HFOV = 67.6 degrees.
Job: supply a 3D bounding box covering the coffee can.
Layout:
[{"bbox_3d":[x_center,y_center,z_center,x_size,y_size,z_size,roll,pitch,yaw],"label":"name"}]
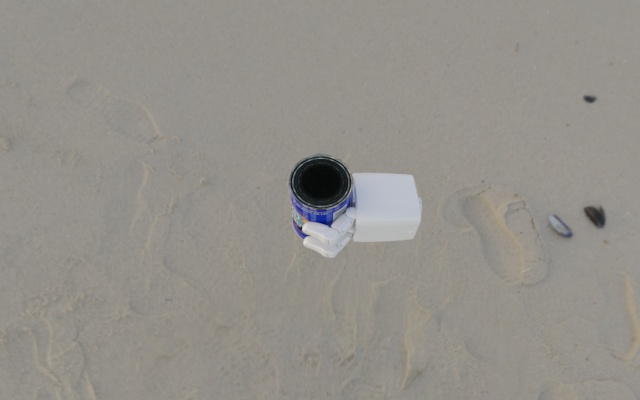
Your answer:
[{"bbox_3d":[0.000,0.003,0.811,0.103,0.102,0.140,0,-29,0],"label":"coffee can"}]
